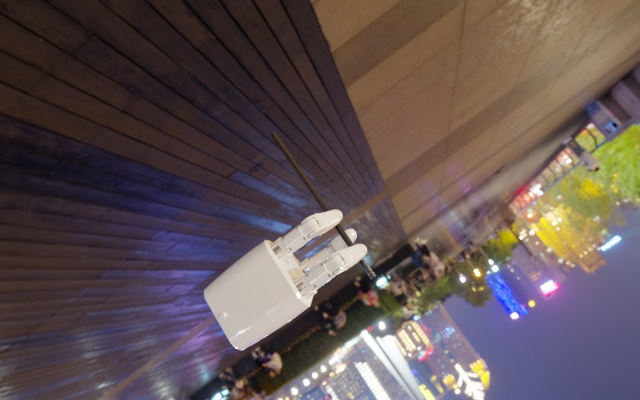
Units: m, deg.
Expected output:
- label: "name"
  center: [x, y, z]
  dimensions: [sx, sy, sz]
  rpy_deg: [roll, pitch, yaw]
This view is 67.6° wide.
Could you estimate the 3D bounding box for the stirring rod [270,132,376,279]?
- label: "stirring rod"
  center: [0.000, 0.002, 0.630]
  dimensions: [0.011, 0.239, 0.011]
  rpy_deg: [-32, -16, -10]
